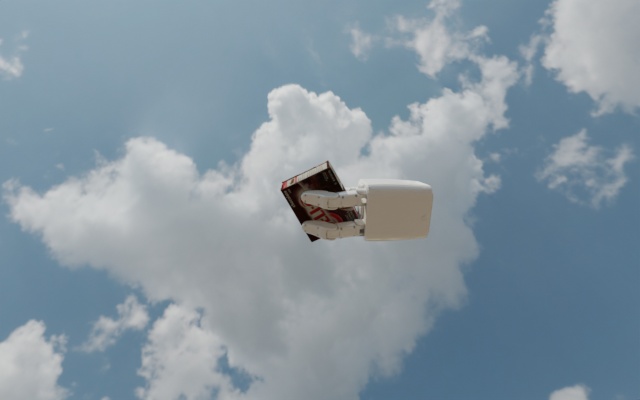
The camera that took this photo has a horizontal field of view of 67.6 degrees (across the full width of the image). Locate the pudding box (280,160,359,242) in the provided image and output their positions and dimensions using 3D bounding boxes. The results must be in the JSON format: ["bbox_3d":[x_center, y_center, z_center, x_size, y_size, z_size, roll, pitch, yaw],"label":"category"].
[{"bbox_3d":[0.000,0.002,0.783,0.090,0.113,0.039,-25,22,10],"label":"pudding box"}]
